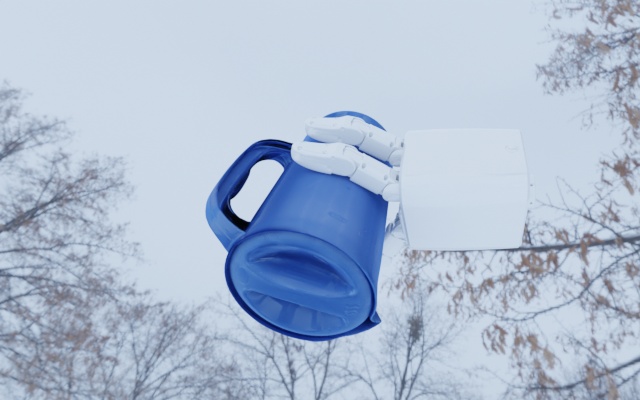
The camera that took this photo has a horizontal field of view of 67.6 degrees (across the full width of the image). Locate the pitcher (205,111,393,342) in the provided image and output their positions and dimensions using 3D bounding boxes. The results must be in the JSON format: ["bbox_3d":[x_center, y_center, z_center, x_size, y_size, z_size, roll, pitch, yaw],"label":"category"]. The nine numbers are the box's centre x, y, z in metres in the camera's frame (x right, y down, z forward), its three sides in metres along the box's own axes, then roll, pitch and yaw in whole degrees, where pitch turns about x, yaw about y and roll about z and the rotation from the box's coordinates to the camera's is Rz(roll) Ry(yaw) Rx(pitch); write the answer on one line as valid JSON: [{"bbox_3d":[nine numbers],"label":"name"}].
[{"bbox_3d":[0.000,0.002,0.483,0.145,0.149,0.242,0,37,17],"label":"pitcher"}]
